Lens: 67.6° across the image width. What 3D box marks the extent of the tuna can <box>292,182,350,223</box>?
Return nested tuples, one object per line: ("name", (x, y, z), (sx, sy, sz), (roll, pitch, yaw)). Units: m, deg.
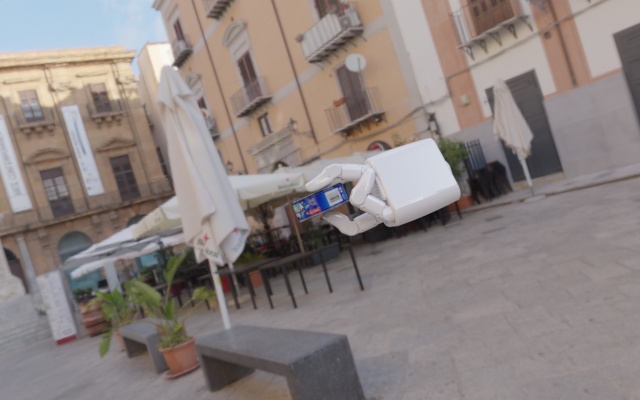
("tuna can", (0.000, 0.002, 0.746), (0.086, 0.034, 0.086), (-23, 1, 0))
